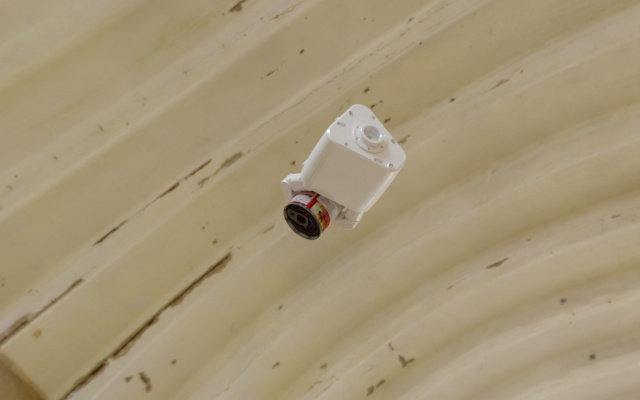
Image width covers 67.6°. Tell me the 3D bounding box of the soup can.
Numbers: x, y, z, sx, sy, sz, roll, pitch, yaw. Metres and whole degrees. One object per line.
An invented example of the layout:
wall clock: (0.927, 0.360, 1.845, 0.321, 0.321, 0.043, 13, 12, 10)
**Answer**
soup can: (0.000, 0.003, 0.732, 0.068, 0.068, 0.102, 0, 36, 43)
